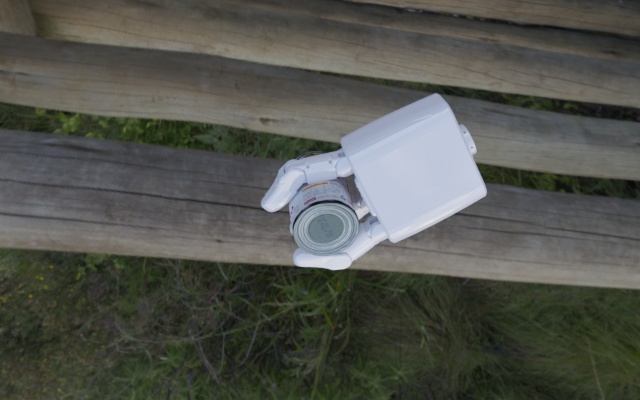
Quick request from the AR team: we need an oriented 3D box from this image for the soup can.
[{"bbox_3d":[0.000,0.002,0.500,0.068,0.068,0.102,0,33,-8],"label":"soup can"}]
